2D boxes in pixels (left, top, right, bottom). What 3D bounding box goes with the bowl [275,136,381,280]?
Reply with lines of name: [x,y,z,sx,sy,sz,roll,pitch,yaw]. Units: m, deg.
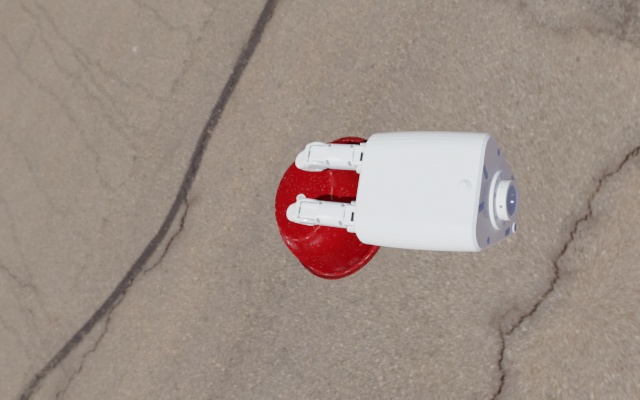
bowl: [-0.001,0.002,0.515,0.055,0.162,0.162,16,-11,-41]
